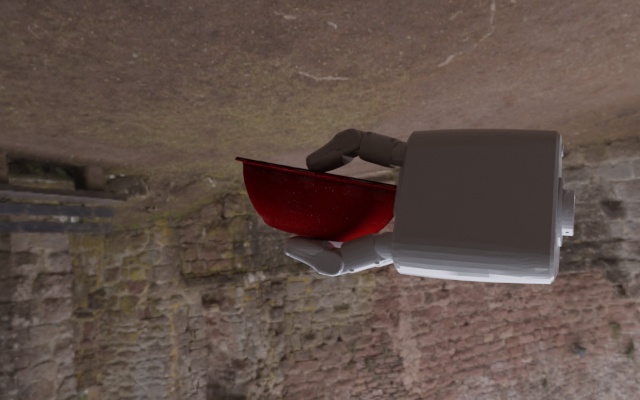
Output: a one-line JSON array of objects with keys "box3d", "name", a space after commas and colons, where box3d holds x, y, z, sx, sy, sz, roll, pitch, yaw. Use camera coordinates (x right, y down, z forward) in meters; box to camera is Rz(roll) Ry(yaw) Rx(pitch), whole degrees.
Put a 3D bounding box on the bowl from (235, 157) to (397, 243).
[{"box3d": [-0.001, 0.002, 0.429, 0.162, 0.055, 0.162, 11, 4, -1], "name": "bowl"}]
